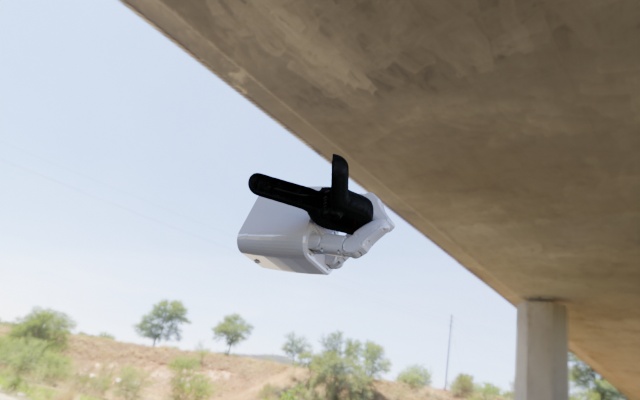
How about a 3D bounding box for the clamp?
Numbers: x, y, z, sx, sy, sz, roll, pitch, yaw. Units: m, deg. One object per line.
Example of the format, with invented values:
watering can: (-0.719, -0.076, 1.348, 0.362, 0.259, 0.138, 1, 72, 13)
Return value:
clamp: (0.000, 0.001, 0.554, 0.120, 0.039, 0.171, 0, -27, 26)
